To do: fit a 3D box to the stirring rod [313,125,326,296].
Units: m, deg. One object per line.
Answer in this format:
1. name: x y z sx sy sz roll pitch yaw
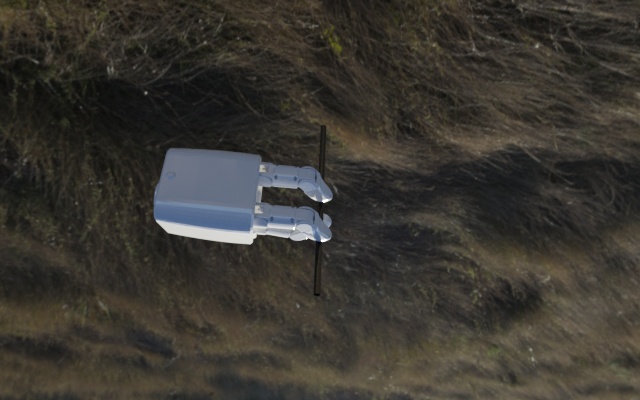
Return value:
1. stirring rod: 0.000 0.002 0.593 0.011 0.239 0.011 2 -31 1
